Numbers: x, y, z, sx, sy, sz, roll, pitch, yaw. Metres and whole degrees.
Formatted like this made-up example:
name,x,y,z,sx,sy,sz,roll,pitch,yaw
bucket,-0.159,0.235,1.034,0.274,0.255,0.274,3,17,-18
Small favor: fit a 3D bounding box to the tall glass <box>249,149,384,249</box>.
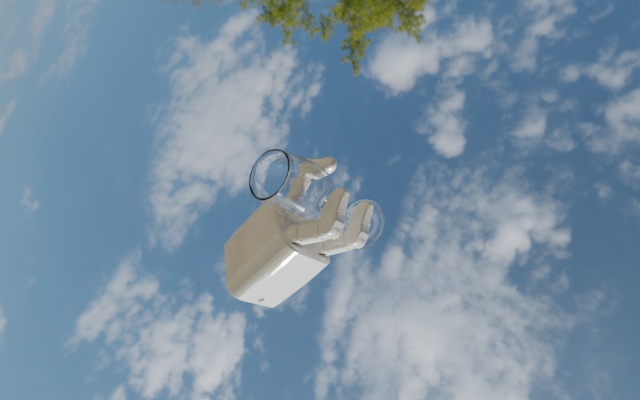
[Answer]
name,x,y,z,sx,sy,sz,roll,pitch,yaw
tall glass,0.001,0.002,0.611,0.079,0.079,0.201,0,-19,39
